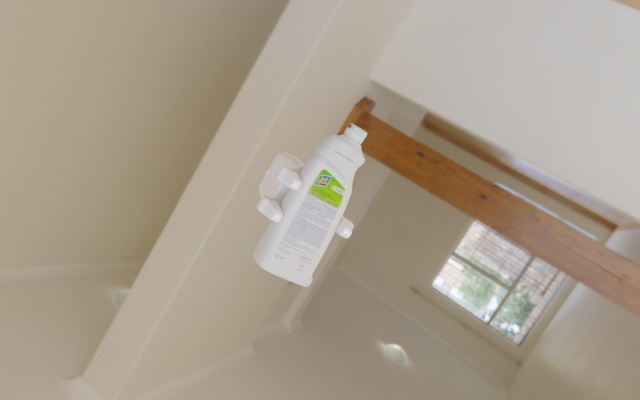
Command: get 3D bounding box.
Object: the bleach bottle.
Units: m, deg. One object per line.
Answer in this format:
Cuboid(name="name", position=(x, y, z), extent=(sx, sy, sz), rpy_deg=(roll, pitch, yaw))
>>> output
Cuboid(name="bleach bottle", position=(0.000, 0.002, 0.729), extent=(0.102, 0.251, 0.068), rpy_deg=(27, 9, -26))
